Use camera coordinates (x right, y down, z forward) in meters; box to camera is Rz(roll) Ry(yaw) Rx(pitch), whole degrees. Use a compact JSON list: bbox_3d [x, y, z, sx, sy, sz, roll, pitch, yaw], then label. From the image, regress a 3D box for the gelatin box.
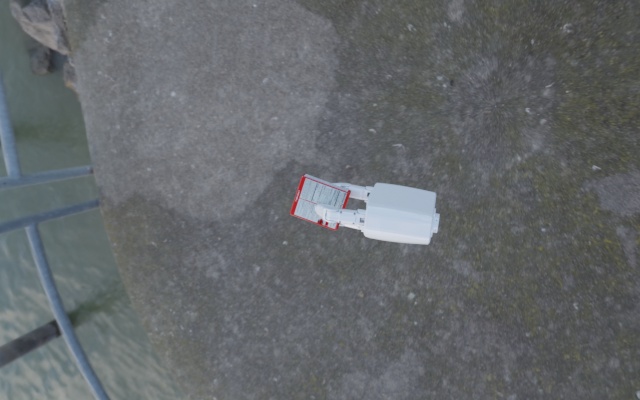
[{"bbox_3d":[0.000,0.003,0.832,0.089,0.073,0.030,20,14,4],"label":"gelatin box"}]
